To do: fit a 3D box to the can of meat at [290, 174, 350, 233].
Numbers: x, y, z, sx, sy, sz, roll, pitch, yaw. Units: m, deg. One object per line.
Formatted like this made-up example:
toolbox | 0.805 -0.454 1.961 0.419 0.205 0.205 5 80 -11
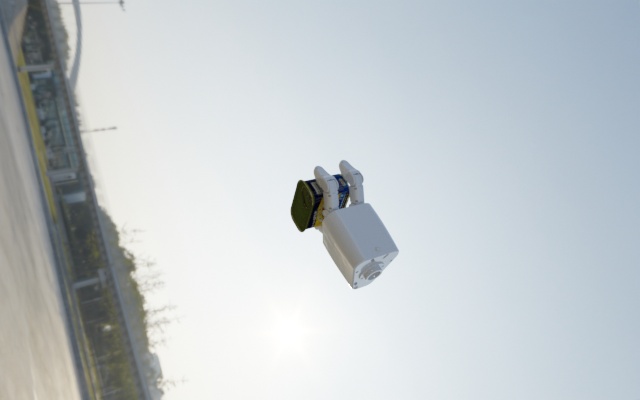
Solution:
can of meat | 0.000 0.003 0.865 0.084 0.057 0.102 -13 -38 -28
